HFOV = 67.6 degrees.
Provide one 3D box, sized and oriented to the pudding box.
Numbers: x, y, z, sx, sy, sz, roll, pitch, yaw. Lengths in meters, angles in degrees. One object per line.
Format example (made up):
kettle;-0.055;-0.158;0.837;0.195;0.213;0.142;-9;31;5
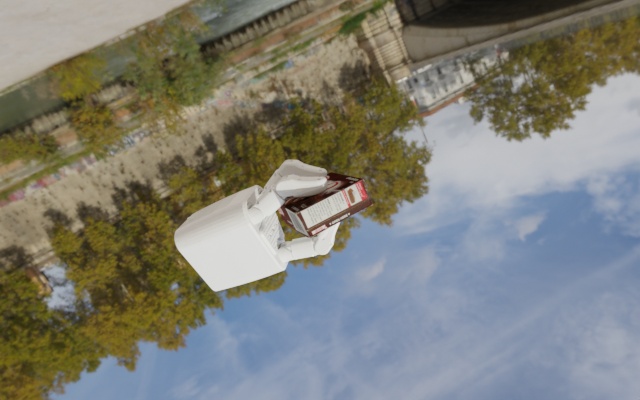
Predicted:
pudding box;0.000;0.002;0.590;0.090;0.039;0.113;-28;17;-13
